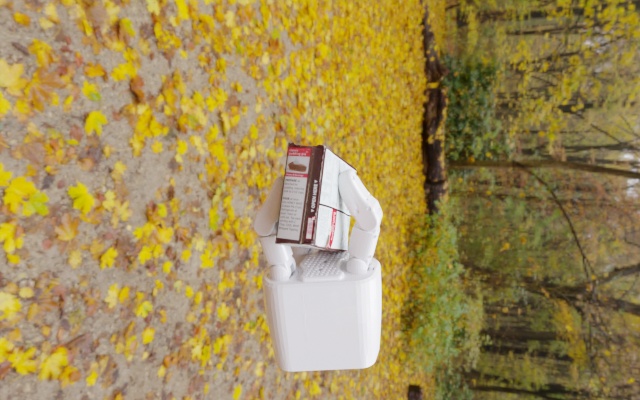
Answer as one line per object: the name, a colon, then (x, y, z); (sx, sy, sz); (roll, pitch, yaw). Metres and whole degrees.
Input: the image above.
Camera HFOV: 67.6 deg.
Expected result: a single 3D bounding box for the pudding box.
pudding box: (0.000, 0.002, 0.454); (0.039, 0.090, 0.113); (4, -6, 18)
